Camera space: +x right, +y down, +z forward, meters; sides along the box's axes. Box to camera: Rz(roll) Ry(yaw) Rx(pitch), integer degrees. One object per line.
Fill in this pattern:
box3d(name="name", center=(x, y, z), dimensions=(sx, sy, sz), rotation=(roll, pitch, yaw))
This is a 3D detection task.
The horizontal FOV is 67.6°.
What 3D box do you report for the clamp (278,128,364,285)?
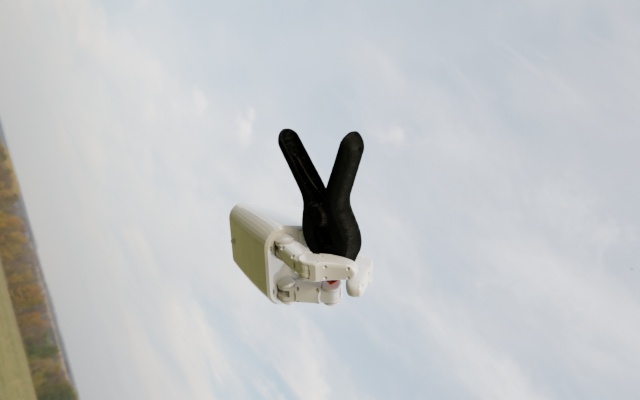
box3d(name="clamp", center=(0.001, 0.002, 0.503), dimensions=(0.039, 0.171, 0.120), rotation=(-15, 26, -31))
